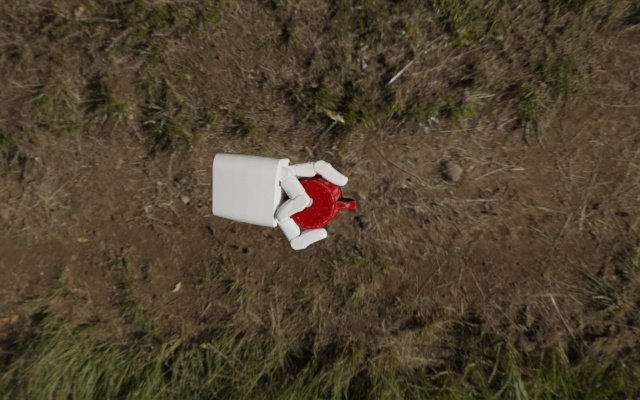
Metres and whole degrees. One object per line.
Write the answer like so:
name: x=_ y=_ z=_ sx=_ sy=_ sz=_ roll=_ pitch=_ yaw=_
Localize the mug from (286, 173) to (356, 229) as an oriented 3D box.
mug: x=0.002 y=0.003 z=0.795 sx=0.117 sy=0.093 sz=0.081 roll=7 pitch=8 yaw=6
